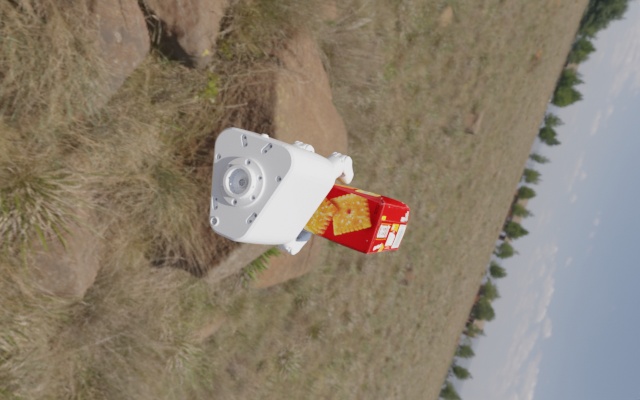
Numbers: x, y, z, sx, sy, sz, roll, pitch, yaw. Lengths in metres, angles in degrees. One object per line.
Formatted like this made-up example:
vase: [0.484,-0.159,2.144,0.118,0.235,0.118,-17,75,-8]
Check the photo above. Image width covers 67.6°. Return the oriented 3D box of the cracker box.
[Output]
cracker box: [0.000,0.002,0.645,0.213,0.072,0.164,20,4,22]
